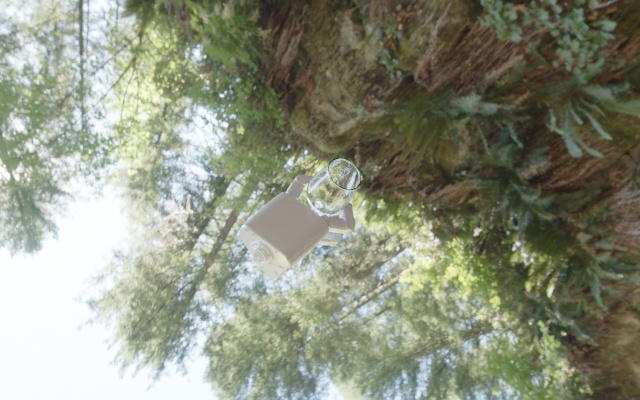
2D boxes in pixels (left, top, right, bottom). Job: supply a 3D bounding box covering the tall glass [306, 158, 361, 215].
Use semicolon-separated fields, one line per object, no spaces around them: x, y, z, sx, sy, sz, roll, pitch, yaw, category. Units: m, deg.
0.000;0.003;0.862;0.079;0.079;0.201;0;-28;-27;tall glass
